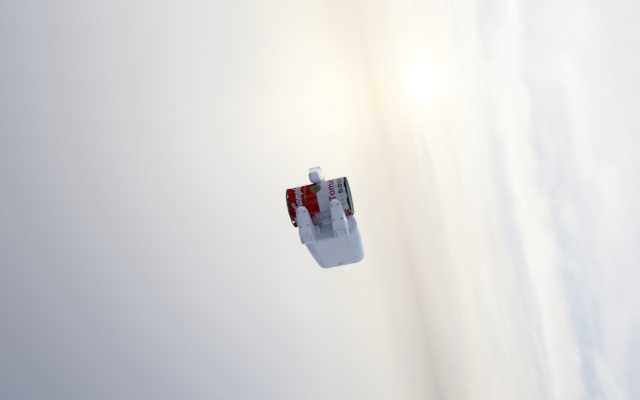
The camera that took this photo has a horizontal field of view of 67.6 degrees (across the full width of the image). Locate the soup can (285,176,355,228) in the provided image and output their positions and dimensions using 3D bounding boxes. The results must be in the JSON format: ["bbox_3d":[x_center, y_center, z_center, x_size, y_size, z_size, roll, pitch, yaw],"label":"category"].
[{"bbox_3d":[0.000,0.002,0.794,0.102,0.068,0.068,-12,-2,9],"label":"soup can"}]
